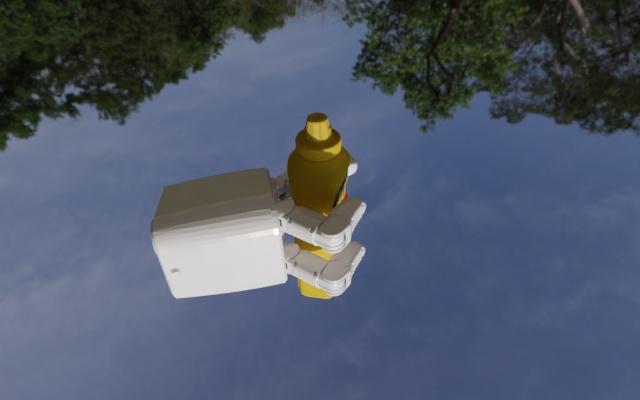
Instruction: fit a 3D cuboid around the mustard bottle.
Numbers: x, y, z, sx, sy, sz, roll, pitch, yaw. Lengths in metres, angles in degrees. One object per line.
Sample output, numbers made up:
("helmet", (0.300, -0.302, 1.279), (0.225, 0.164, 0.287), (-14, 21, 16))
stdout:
("mustard bottle", (0.000, 0.002, 0.470), (0.058, 0.192, 0.096), (7, 41, 12))
